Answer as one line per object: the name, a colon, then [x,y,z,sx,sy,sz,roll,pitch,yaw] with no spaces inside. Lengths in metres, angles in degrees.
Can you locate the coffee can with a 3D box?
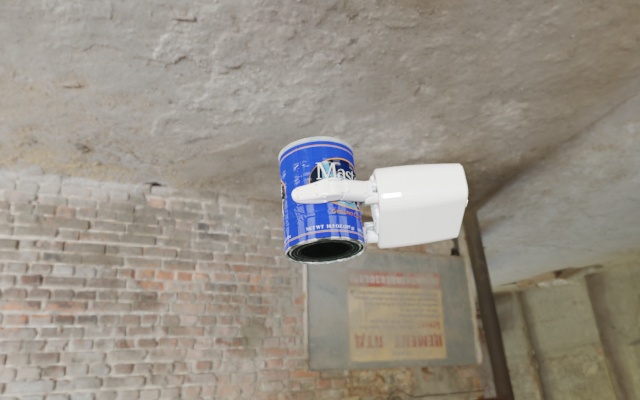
coffee can: [0.000,0.002,0.625,0.103,0.140,0.103,-5,-23,-2]
